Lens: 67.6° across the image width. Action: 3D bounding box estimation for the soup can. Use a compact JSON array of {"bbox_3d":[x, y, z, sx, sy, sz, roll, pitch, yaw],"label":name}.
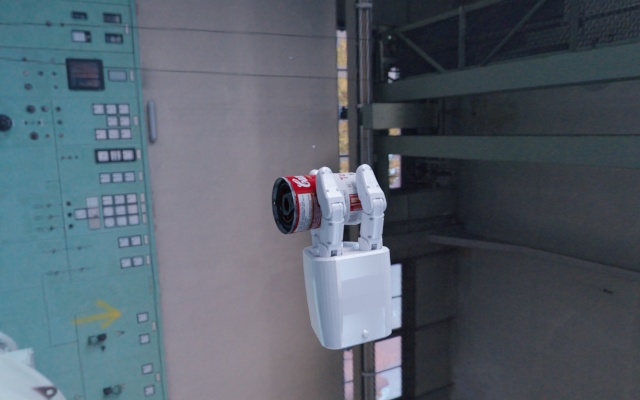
[{"bbox_3d":[0.000,0.001,0.584,0.102,0.068,0.068,-6,2,-27],"label":"soup can"}]
